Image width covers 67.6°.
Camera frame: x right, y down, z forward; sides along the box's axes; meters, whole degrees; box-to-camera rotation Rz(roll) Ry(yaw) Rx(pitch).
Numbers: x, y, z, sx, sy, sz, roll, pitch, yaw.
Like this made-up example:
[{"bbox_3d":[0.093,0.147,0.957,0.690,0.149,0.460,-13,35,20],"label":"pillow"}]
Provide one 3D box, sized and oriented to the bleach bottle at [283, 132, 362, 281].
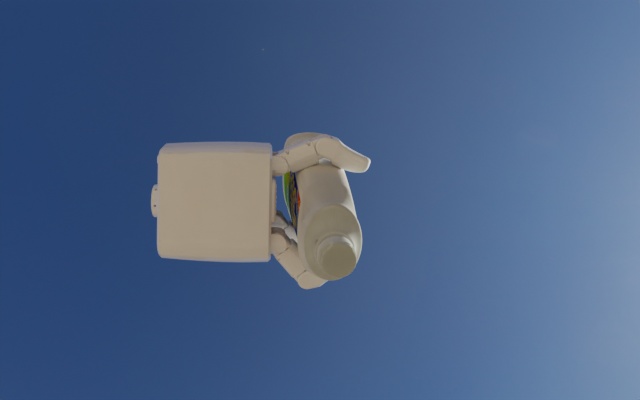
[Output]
[{"bbox_3d":[0.000,0.002,0.485,0.068,0.102,0.250,1,17,-7],"label":"bleach bottle"}]
